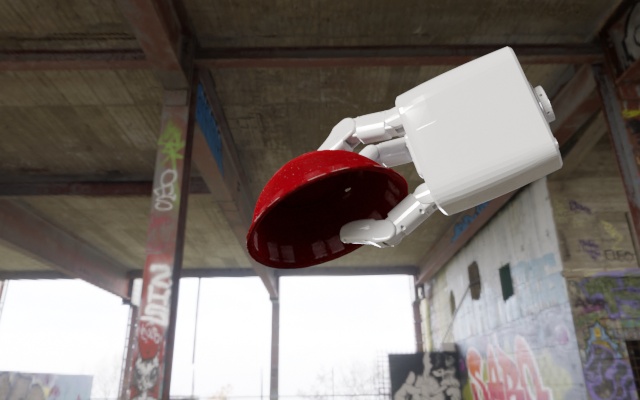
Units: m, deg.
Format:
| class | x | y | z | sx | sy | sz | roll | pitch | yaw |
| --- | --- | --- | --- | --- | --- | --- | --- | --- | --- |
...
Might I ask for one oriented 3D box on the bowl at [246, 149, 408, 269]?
| class | x | y | z | sx | sy | sz | roll | pitch | yaw |
| --- | --- | --- | --- | --- | --- | --- | --- | --- | --- |
| bowl | -0.001 | 0.002 | 0.463 | 0.162 | 0.055 | 0.162 | -18 | -32 | -11 |
